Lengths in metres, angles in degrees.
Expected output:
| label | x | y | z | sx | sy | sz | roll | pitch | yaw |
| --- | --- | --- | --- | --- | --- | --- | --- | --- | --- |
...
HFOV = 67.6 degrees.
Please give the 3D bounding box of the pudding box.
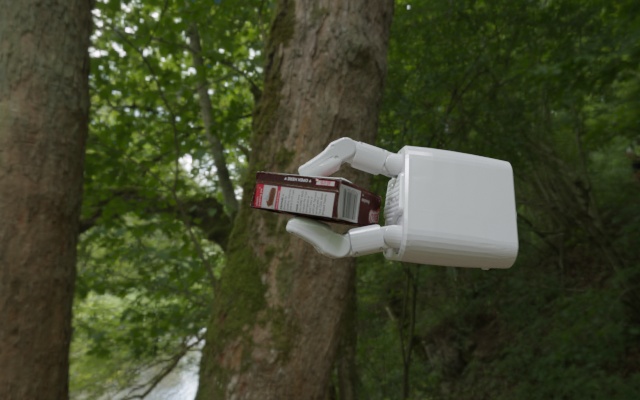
| label | x | y | z | sx | sy | sz | roll | pitch | yaw |
| --- | --- | --- | --- | --- | --- | --- | --- | --- | --- |
| pudding box | 0.000 | 0.001 | 0.468 | 0.090 | 0.039 | 0.113 | 6 | -6 | 26 |
